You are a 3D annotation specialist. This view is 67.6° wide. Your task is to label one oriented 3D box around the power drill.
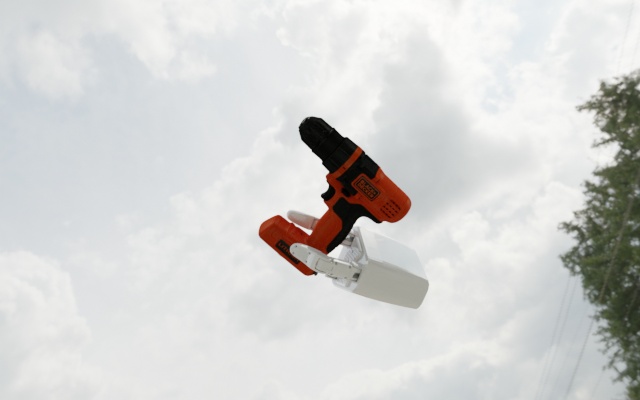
[{"bbox_3d":[0.000,0.003,0.652,0.188,0.184,0.057,-44,8,25],"label":"power drill"}]
